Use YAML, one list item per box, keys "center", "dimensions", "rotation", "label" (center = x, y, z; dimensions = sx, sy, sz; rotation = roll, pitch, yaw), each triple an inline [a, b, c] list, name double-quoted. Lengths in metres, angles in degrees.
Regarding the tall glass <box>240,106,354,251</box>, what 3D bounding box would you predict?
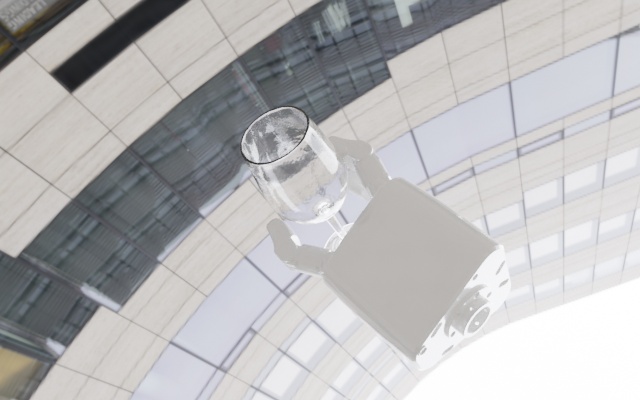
- center: [0.000, 0.002, 0.455]
  dimensions: [0.079, 0.079, 0.201]
  rotation: [0, -34, 27]
  label: "tall glass"
